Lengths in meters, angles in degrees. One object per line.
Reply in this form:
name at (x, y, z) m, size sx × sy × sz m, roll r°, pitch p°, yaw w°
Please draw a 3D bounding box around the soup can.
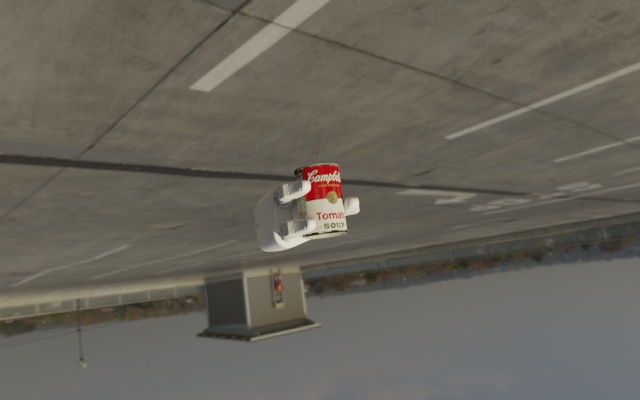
soup can at (0.000, 0.003, 0.706) m, size 0.068 × 0.102 × 0.068 m, roll -7°, pitch -9°, yaw -1°
